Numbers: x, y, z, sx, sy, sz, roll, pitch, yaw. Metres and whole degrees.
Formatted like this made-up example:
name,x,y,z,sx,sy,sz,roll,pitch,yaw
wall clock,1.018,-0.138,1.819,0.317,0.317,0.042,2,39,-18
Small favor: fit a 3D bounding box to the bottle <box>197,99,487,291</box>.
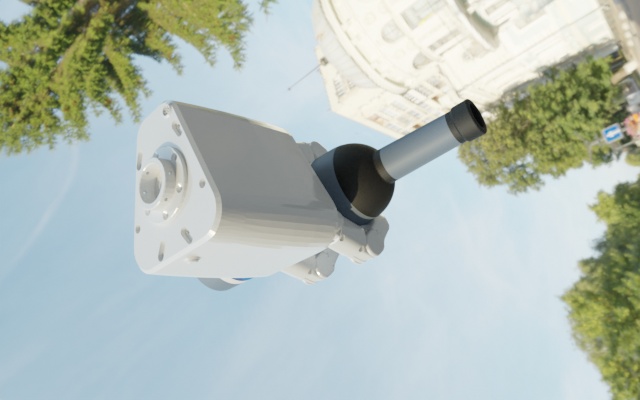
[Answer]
name,x,y,z,sx,sy,sz,roll,pitch,yaw
bottle,0.000,0.001,0.408,0.296,0.069,0.069,-29,-17,33
